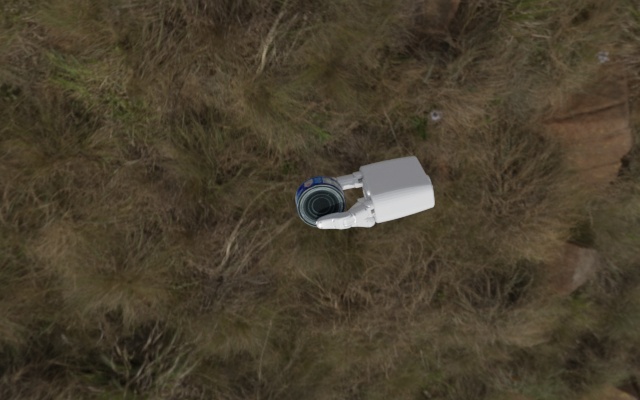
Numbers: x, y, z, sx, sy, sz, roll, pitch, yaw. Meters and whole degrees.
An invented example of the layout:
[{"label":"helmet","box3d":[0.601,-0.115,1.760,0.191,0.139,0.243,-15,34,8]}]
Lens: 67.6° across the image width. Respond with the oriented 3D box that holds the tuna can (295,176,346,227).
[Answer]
[{"label":"tuna can","box3d":[0.000,0.003,0.822,0.086,0.086,0.033,0,28,-6]}]
